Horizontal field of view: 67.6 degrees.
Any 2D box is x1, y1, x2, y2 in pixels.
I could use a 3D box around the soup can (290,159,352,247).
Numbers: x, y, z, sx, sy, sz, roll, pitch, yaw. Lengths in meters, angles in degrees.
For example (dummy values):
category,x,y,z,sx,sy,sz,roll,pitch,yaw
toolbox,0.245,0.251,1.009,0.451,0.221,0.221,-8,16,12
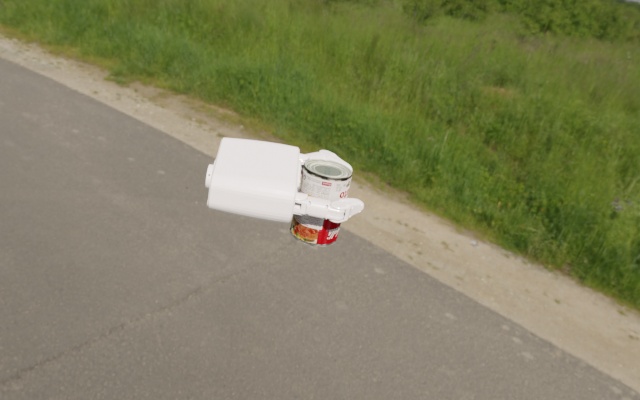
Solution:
category,x,y,z,sx,sy,sz,roll,pitch,yaw
soup can,0.001,0.002,0.649,0.068,0.102,0.068,10,24,-5
